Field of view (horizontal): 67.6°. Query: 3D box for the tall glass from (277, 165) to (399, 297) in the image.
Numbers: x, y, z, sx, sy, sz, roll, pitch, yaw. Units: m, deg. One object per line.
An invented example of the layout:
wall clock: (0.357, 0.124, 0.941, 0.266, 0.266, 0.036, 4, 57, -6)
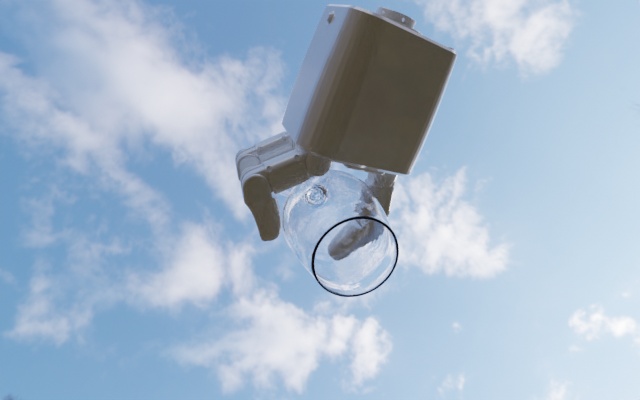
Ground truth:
tall glass: (0.000, 0.001, 0.408, 0.079, 0.079, 0.201, 0, 23, -15)
